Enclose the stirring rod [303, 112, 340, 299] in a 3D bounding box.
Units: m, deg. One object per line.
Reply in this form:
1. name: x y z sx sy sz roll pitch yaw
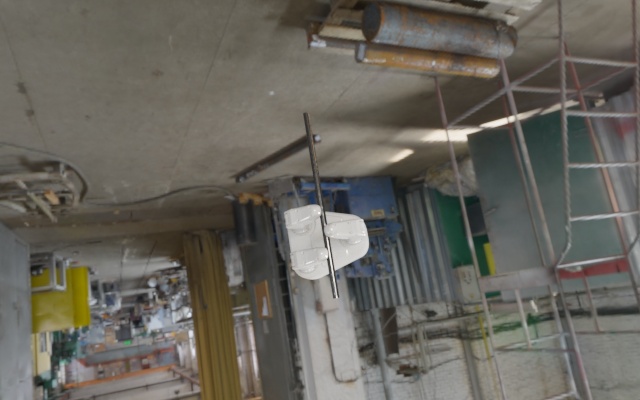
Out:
1. stirring rod: 0.000 0.002 0.602 0.011 0.239 0.011 -9 -12 -2
